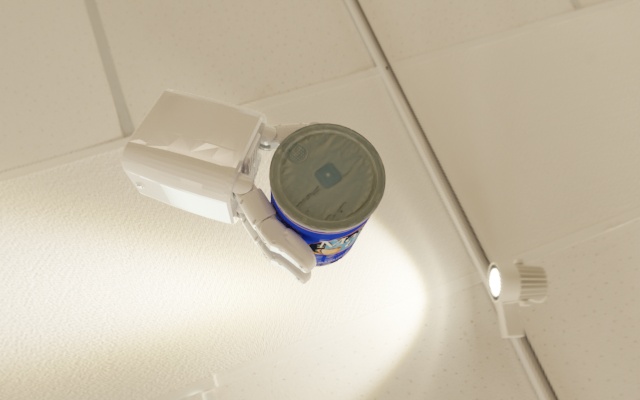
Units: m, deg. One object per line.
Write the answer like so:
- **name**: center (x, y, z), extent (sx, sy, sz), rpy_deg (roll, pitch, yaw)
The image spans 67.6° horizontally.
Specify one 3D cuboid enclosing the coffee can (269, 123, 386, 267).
- **coffee can**: center (0.000, 0.002, 0.480), extent (0.103, 0.102, 0.140), rpy_deg (0, -20, -6)
